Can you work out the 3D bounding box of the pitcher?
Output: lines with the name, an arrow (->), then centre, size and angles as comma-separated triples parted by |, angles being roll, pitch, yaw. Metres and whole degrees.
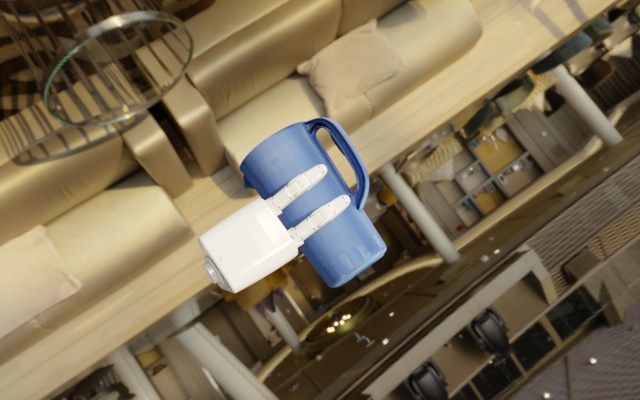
pitcher -> 0.000, 0.003, 0.737 | 0.145, 0.243, 0.149 | -32, -7, -22
